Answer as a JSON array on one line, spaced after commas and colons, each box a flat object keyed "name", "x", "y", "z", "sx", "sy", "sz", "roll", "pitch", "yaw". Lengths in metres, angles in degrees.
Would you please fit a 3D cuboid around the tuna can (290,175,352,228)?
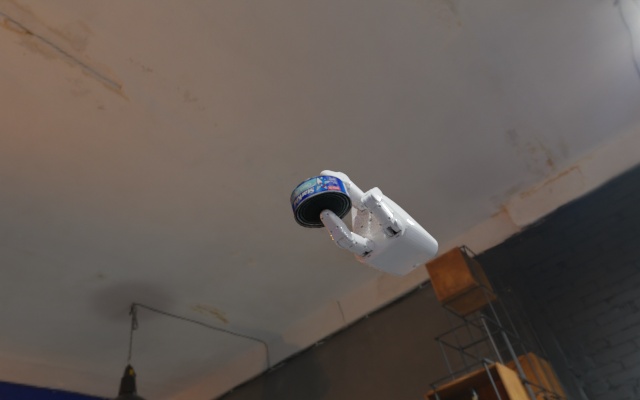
[{"name": "tuna can", "x": 0.000, "y": 0.002, "z": 0.694, "sx": 0.086, "sy": 0.033, "sz": 0.086, "roll": -12, "pitch": -35, "yaw": -9}]
